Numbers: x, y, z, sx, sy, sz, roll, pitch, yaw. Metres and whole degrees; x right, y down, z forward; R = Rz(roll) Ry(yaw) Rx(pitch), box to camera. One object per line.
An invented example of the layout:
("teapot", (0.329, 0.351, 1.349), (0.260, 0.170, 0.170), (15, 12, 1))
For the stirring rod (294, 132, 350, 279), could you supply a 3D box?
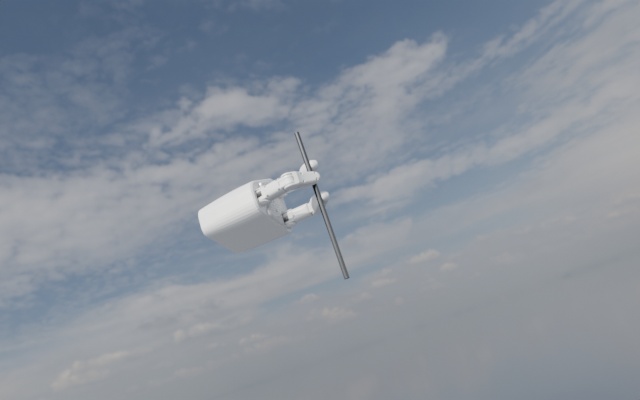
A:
("stirring rod", (0.000, 0.002, 0.713), (0.011, 0.239, 0.011), (-17, -18, -6))
